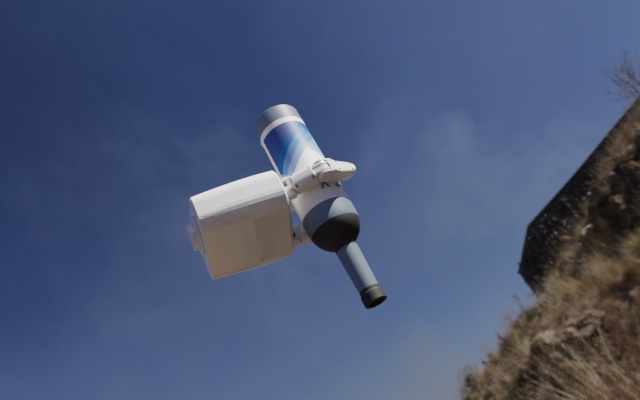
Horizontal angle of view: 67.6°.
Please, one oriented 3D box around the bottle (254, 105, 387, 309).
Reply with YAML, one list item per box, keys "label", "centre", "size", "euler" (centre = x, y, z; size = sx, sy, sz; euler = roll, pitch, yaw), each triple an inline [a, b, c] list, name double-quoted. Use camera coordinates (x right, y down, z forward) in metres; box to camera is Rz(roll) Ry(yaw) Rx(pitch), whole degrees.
- label: "bottle"
  centre: [0.000, 0.002, 0.605]
  size: [0.069, 0.295, 0.069]
  euler: [-22, -29, -13]
